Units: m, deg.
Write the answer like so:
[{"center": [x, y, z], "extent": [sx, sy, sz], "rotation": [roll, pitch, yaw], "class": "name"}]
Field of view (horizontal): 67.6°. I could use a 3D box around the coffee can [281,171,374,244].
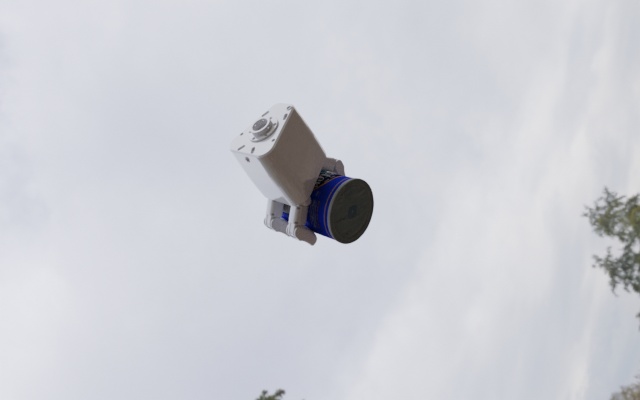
[{"center": [0.000, 0.003, 0.771], "extent": [0.140, 0.103, 0.103], "rotation": [16, 11, 42], "class": "coffee can"}]
